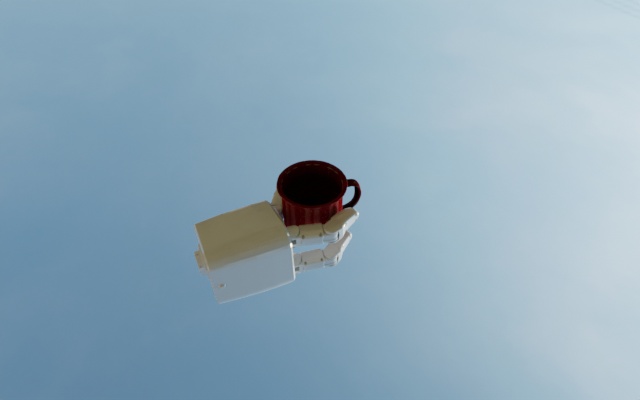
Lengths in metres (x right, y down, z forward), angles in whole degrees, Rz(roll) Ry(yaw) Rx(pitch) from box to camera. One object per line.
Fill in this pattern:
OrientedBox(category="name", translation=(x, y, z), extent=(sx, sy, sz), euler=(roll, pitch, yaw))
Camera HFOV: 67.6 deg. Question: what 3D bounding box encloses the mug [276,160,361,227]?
OrientedBox(category="mug", translation=(0.001, 0.002, 0.655), extent=(0.117, 0.082, 0.093), euler=(-16, 47, -15))
